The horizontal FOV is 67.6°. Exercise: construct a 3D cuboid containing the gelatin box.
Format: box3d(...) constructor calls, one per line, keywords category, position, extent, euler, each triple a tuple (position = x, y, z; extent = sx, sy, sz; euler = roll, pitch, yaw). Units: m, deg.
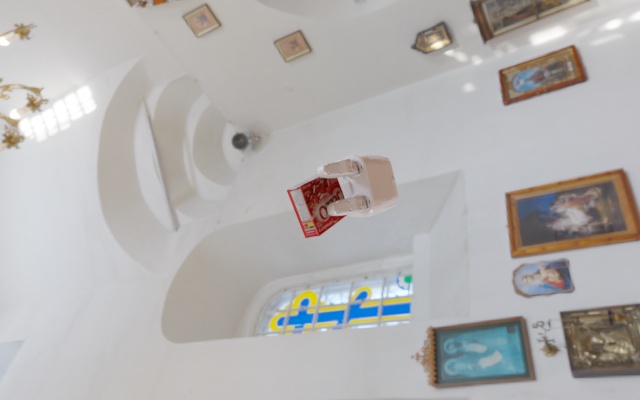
box3d(category="gelatin box", position=(0.000, 0.002, 0.675), extent=(0.030, 0.073, 0.089), euler=(-13, 12, 38))
